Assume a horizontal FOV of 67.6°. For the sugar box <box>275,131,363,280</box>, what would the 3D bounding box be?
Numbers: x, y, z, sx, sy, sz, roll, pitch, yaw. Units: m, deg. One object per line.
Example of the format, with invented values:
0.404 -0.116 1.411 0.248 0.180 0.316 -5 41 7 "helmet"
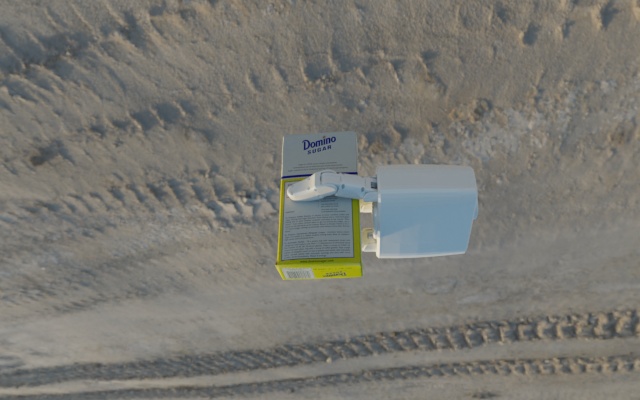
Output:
0.000 0.002 0.559 0.093 0.176 0.048 -2 -32 6 "sugar box"
